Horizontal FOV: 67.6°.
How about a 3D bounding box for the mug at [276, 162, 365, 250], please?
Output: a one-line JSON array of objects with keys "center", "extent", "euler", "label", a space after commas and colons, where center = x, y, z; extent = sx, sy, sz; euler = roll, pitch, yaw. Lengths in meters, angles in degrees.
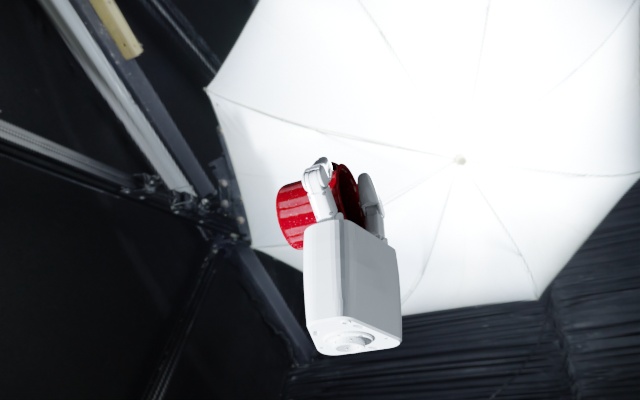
[{"center": [0.000, 0.001, 0.568], "extent": [0.081, 0.117, 0.093], "euler": [-15, -38, 19], "label": "mug"}]
